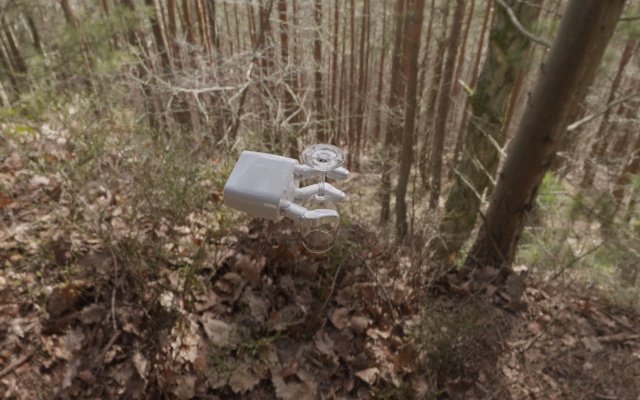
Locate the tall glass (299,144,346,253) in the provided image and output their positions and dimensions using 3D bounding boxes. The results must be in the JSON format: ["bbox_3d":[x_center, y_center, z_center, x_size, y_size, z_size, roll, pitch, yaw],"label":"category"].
[{"bbox_3d":[0.000,0.002,0.851,0.079,0.201,0.079,2,40,-2],"label":"tall glass"}]
